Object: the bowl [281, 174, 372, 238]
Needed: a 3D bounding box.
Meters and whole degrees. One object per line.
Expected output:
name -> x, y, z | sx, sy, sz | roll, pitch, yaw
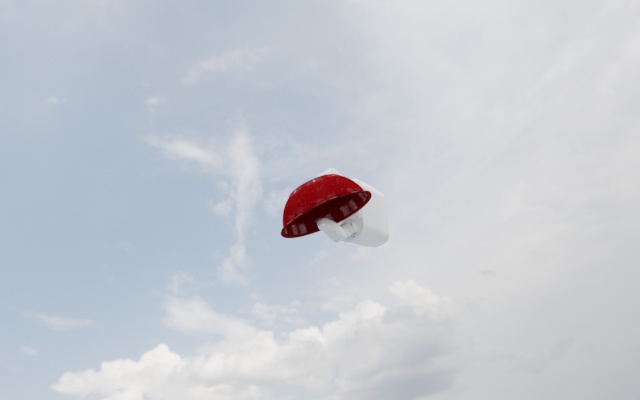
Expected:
bowl -> 0.000, 0.002, 0.781 | 0.162, 0.055, 0.162 | -23, -16, -7
